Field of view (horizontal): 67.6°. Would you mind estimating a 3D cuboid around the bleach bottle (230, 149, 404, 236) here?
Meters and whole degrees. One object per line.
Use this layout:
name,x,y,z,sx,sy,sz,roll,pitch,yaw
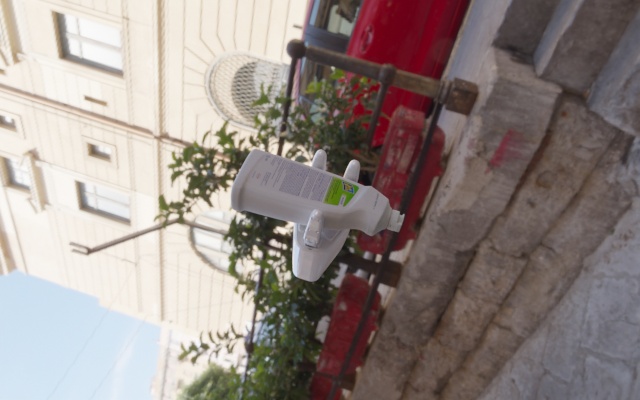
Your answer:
bleach bottle,0.000,0.002,0.720,0.251,0.102,0.068,18,-37,4
